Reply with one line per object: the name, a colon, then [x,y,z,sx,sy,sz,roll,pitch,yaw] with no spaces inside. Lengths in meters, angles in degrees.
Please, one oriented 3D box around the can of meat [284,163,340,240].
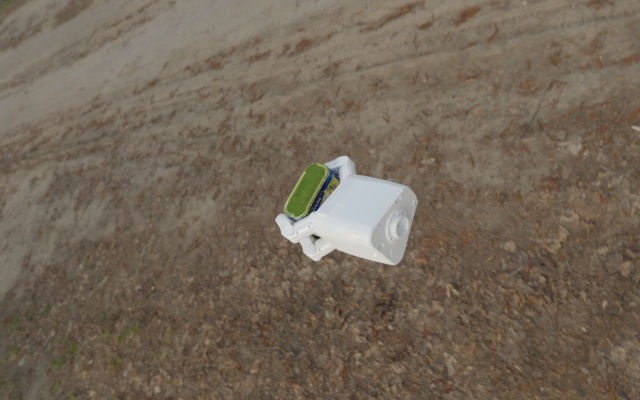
can of meat: [0.000,0.002,0.759,0.057,0.102,0.084,16,-18,45]
